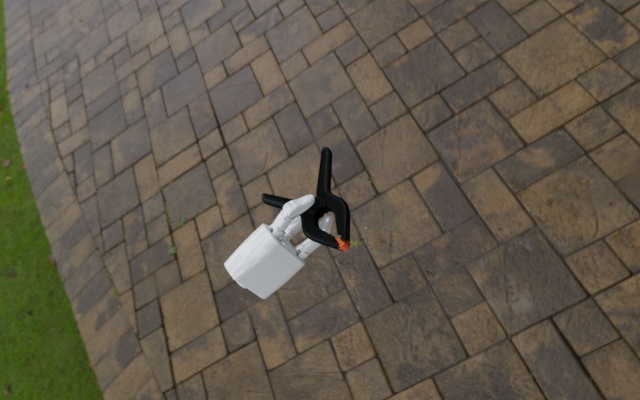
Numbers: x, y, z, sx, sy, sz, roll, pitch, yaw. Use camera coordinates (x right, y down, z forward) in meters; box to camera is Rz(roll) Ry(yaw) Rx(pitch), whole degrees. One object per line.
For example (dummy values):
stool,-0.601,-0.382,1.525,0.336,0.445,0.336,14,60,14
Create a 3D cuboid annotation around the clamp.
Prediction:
clamp,0.000,0.003,0.880,0.210,0.164,0.036,47,2,34
